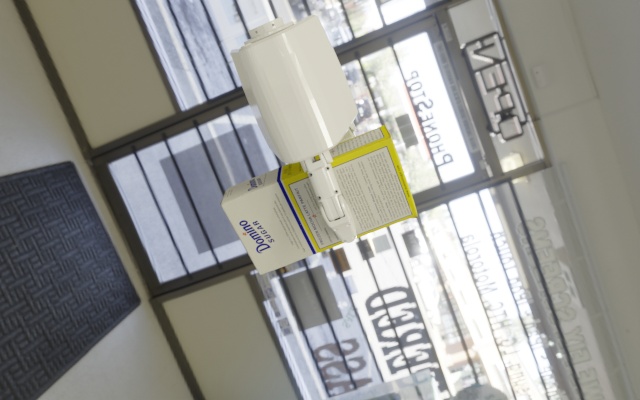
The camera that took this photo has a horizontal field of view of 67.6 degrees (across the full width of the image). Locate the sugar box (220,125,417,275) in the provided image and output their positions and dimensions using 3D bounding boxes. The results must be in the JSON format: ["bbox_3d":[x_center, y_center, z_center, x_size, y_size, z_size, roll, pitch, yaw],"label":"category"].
[{"bbox_3d":[0.000,0.001,0.482,0.176,0.093,0.048,-19,24,10],"label":"sugar box"}]
